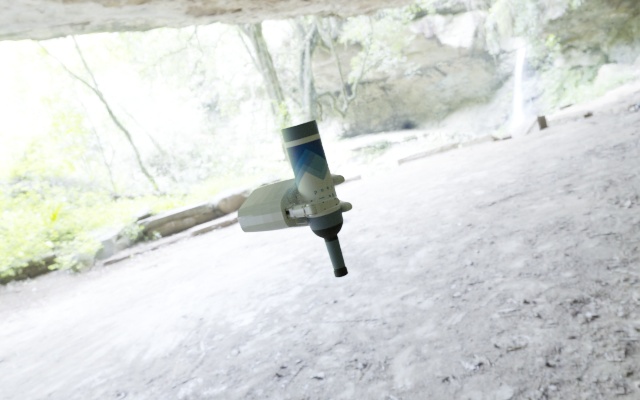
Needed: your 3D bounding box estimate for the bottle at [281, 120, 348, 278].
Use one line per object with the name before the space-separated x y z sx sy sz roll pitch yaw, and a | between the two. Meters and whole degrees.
bottle | 0.000 0.003 0.883 0.069 0.296 0.069 -16 10 3
